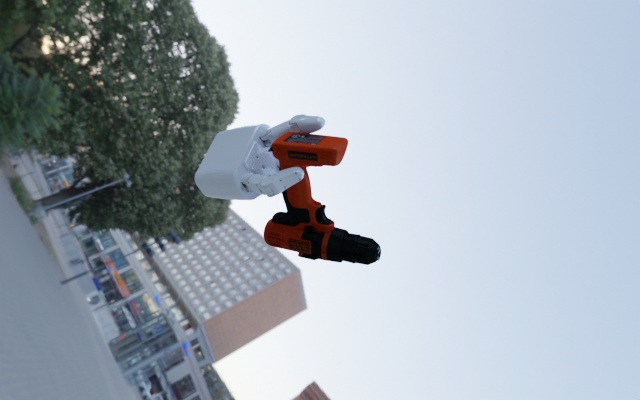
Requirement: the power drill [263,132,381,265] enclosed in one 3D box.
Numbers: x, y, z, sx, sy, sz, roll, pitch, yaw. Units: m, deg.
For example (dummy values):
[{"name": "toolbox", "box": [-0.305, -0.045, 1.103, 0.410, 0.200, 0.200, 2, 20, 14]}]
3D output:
[{"name": "power drill", "box": [0.000, 0.002, 0.686, 0.184, 0.188, 0.057, 9, 27, 18]}]
